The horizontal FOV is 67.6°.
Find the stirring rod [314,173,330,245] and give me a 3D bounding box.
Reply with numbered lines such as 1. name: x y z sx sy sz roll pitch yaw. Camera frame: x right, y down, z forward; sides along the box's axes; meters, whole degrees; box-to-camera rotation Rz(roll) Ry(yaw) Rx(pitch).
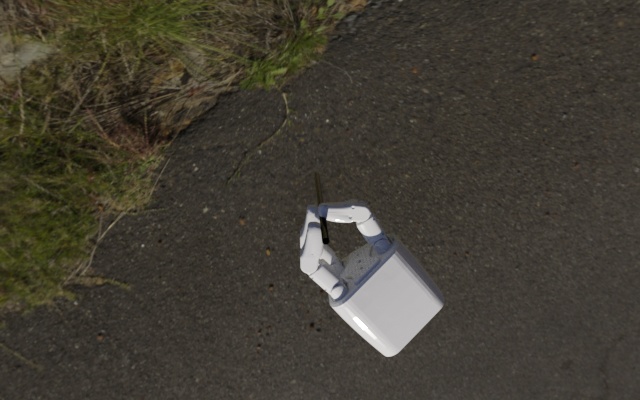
1. stirring rod: 0.000 0.002 0.615 0.011 0.011 0.239 0 20 -3
